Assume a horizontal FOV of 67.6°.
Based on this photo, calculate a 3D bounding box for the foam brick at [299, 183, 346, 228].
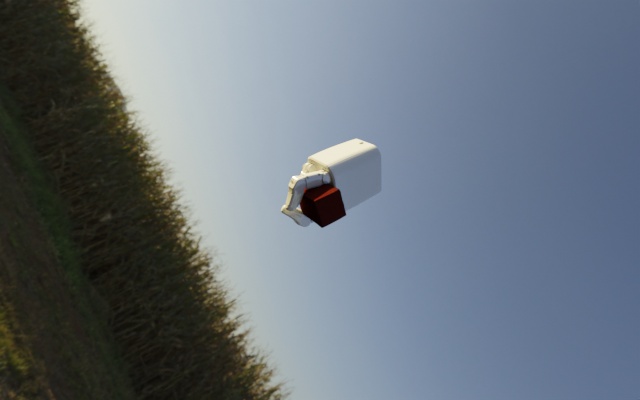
[{"bbox_3d":[0.000,0.003,0.819,0.051,0.053,0.078,-25,28,-19],"label":"foam brick"}]
